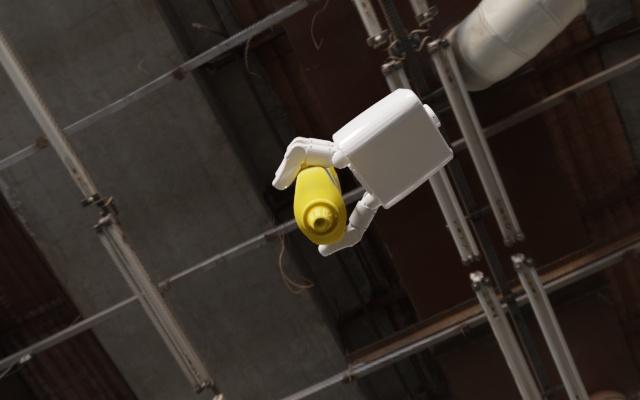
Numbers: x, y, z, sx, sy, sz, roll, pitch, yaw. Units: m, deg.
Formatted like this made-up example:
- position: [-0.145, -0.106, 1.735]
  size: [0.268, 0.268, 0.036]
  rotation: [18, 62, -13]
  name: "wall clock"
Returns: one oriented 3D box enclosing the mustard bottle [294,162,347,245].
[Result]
- position: [0.000, 0.002, 0.585]
  size: [0.058, 0.096, 0.191]
  rotation: [-13, 13, 2]
  name: "mustard bottle"
